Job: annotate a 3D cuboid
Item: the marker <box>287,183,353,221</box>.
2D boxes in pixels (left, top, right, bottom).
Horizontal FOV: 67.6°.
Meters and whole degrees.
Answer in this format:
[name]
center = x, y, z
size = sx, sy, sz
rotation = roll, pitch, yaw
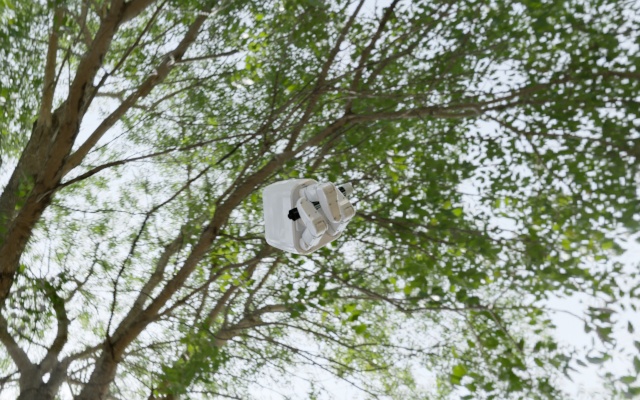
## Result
[marker]
center = 0.000, 0.002, 0.737
size = 0.121, 0.020, 0.020
rotation = -25, 14, -31
